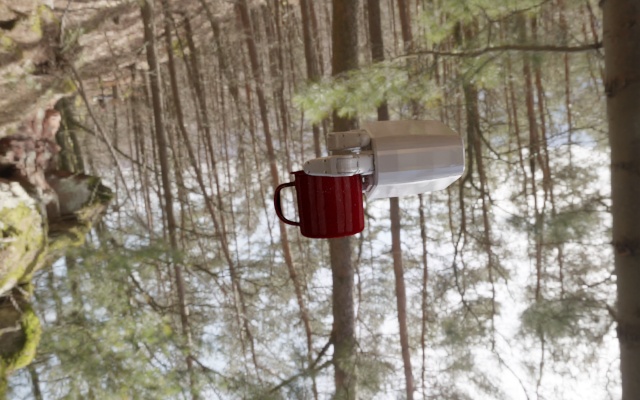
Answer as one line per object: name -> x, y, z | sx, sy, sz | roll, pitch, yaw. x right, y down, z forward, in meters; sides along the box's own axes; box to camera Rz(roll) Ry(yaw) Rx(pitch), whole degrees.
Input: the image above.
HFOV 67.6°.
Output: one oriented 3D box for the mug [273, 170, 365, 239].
mug -> -0.001, 0.002, 0.593 | 0.117, 0.081, 0.093 | -5, 6, 0
